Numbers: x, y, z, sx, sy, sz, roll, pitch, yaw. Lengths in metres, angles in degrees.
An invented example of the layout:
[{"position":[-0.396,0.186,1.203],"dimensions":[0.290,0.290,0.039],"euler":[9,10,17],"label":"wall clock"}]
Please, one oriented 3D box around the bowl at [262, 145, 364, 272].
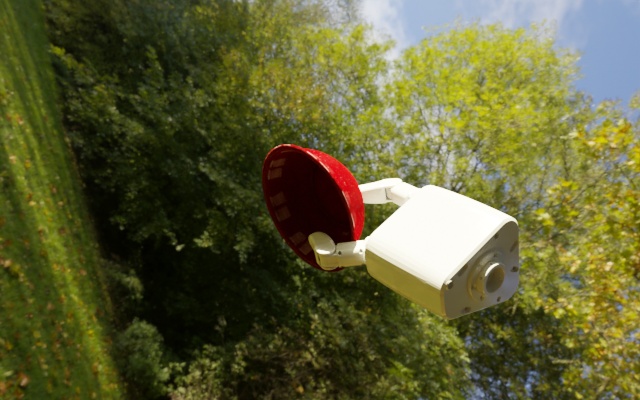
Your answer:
[{"position":[-0.001,0.001,0.572],"dimensions":[0.055,0.162,0.162],"euler":[-29,17,-35],"label":"bowl"}]
